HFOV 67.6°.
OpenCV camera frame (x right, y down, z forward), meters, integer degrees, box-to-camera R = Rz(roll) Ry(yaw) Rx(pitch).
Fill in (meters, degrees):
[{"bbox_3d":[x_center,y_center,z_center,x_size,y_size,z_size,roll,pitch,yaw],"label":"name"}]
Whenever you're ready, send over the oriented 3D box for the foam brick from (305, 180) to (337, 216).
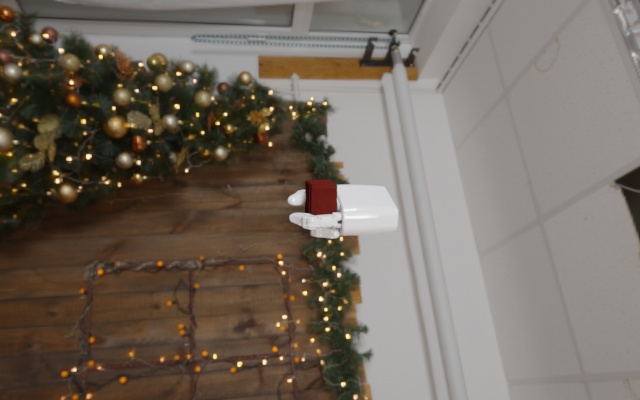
[{"bbox_3d":[0.000,0.003,0.886,0.051,0.078,0.053,-1,14,-10],"label":"foam brick"}]
